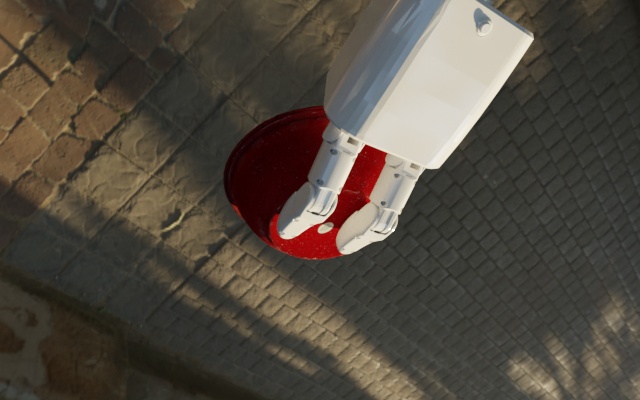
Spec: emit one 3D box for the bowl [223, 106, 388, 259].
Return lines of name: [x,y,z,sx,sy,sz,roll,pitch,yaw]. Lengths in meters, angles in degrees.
bowl: [0.000,0.003,0.403,0.162,0.055,0.162,-5,-41,-5]
